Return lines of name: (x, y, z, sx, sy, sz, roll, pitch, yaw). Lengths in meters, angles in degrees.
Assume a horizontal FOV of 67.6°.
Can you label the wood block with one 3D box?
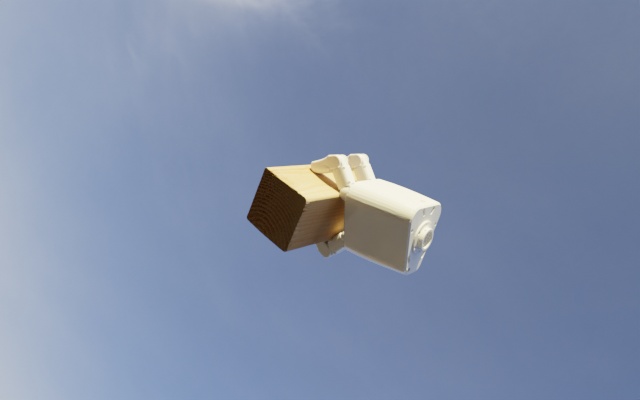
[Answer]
wood block: (0.000, 0.003, 0.740, 0.090, 0.091, 0.206, 37, 27, 29)
